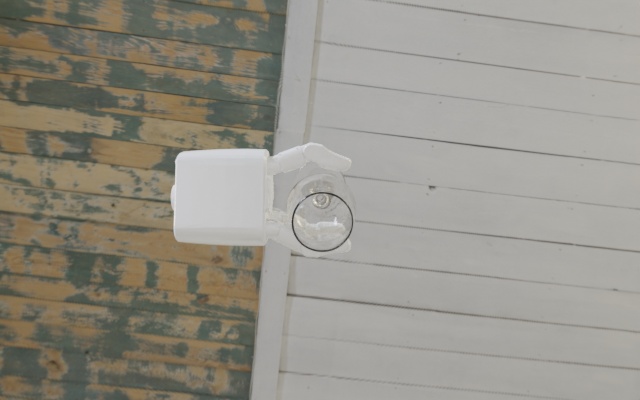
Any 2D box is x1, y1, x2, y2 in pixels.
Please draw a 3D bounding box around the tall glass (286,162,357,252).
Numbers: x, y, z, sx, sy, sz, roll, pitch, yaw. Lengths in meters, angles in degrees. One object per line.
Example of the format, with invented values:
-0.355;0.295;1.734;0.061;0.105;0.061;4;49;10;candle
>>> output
0.000;0.002;0.568;0.079;0.079;0.201;0;12;-1;tall glass
